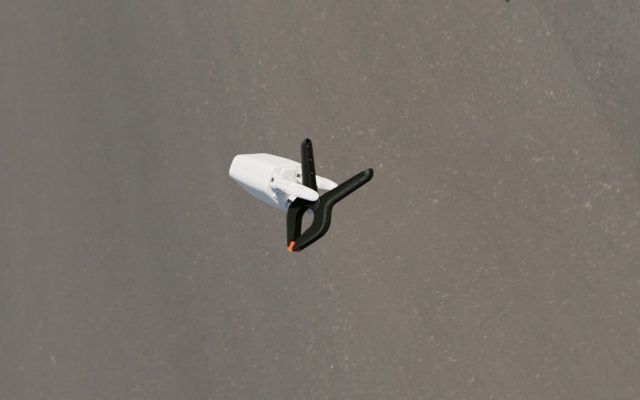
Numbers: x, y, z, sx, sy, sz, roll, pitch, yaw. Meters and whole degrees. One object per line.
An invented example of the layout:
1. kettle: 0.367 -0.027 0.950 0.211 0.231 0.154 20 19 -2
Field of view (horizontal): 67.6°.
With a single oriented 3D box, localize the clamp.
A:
1. clamp: -0.001 0.003 0.874 0.164 0.210 0.036 21 3 34
